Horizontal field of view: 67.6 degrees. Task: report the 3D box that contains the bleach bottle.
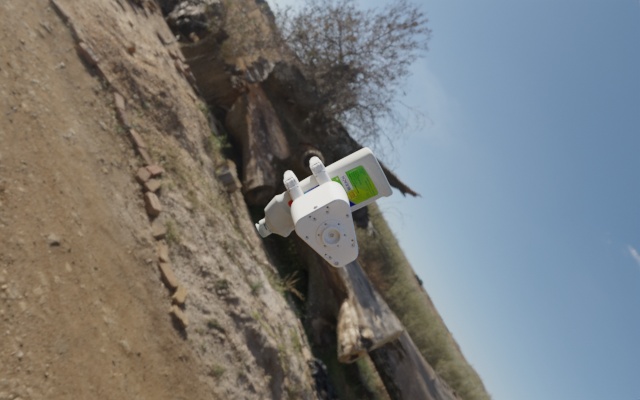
[{"bbox_3d":[0.000,0.003,0.885,0.251,0.102,0.068,-29,16,3],"label":"bleach bottle"}]
